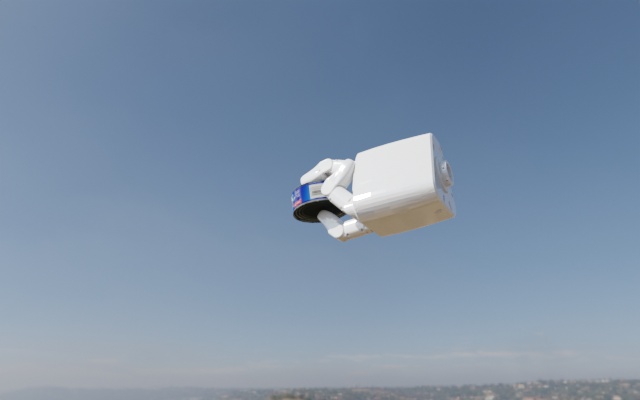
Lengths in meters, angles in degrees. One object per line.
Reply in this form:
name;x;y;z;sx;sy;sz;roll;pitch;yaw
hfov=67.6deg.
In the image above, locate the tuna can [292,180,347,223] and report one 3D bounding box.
tuna can;0.000;0.002;0.710;0.086;0.033;0.086;-6;-24;-3
